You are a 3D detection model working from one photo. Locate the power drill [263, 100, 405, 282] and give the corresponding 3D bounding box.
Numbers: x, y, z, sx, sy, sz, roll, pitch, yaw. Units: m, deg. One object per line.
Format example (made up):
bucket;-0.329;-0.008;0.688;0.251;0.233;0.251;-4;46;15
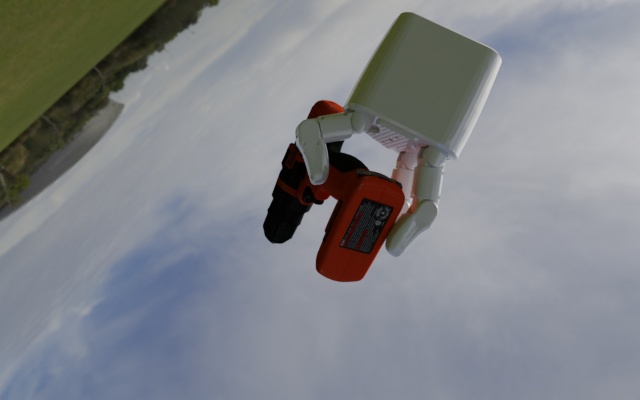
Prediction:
power drill;0.000;0.002;0.502;0.057;0.184;0.187;13;22;-28
